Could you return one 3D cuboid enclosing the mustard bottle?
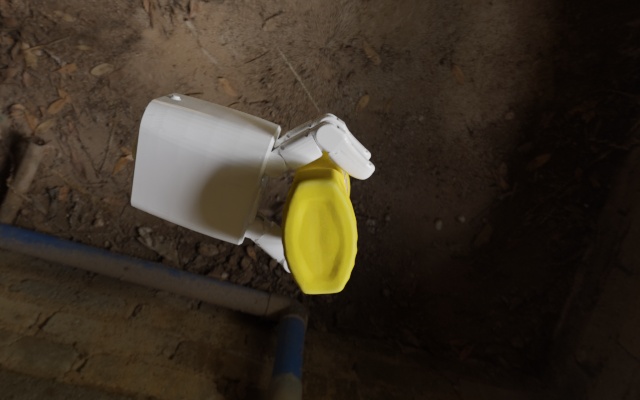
[{"bbox_3d":[0.000,0.002,0.446,0.058,0.096,0.191,-4,18,2],"label":"mustard bottle"}]
